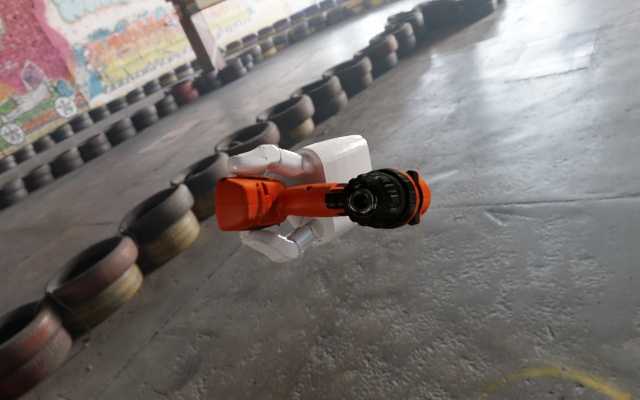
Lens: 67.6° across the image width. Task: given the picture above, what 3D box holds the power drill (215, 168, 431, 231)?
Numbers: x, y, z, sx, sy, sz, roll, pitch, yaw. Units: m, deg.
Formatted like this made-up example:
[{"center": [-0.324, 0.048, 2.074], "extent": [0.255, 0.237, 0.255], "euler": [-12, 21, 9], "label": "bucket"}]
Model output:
[{"center": [0.000, 0.001, 0.445], "extent": [0.187, 0.057, 0.184], "euler": [0, -1, 22], "label": "power drill"}]
